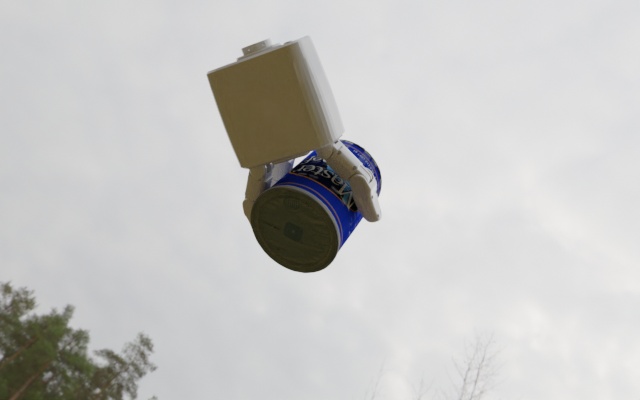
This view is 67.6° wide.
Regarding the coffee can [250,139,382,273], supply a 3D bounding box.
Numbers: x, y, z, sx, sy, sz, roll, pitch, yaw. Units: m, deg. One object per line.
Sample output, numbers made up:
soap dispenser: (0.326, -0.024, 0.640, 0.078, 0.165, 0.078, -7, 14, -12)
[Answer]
coffee can: (0.000, 0.002, 0.548, 0.103, 0.103, 0.140, 0, 27, 28)
